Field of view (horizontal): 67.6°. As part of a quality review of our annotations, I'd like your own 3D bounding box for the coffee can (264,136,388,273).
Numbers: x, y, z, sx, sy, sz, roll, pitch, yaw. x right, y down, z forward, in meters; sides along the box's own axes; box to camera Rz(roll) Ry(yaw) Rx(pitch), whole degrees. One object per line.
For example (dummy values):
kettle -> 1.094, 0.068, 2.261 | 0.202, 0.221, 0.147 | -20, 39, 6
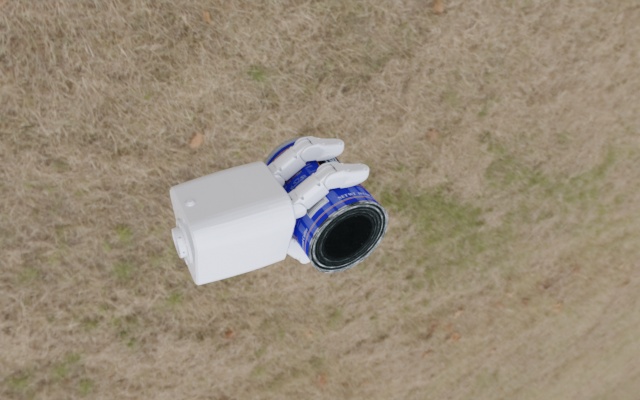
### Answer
coffee can -> 0.000, 0.002, 0.574 | 0.103, 0.103, 0.140 | 0, 36, -36
